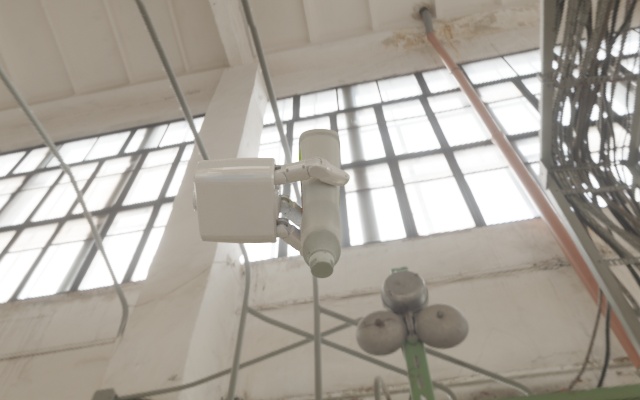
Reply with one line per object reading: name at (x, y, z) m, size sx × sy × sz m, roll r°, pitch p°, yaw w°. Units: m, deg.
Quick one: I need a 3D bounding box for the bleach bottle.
bleach bottle at (0.000, 0.002, 0.672) m, size 0.068 × 0.103 × 0.250 m, roll -1°, pitch 37°, yaw 0°
